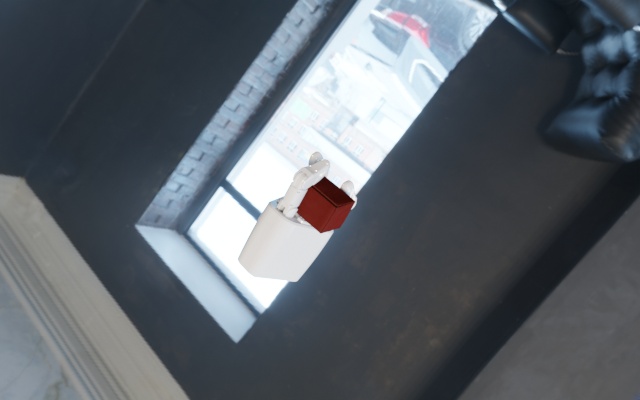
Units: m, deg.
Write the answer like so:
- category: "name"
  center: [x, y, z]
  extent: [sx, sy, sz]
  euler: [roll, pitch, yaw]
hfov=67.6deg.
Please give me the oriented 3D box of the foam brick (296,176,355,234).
- category: "foam brick"
  center: [0.000, 0.002, 0.692]
  extent: [0.078, 0.051, 0.053]
  euler: [40, 27, 24]
